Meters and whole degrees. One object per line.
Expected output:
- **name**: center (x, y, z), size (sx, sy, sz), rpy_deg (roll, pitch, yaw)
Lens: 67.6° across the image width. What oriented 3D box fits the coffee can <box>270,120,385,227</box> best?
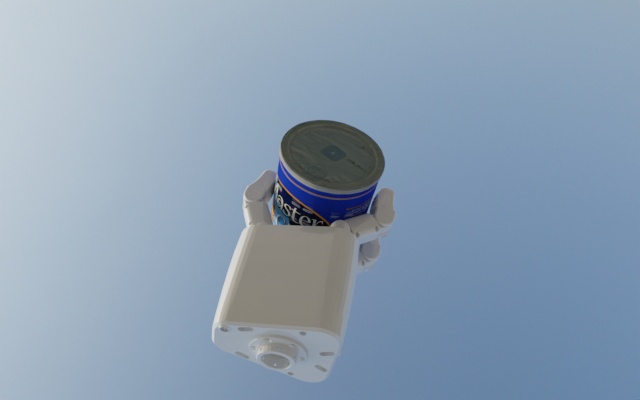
- **coffee can**: center (0.000, 0.001, 0.505), size (0.103, 0.102, 0.140), rpy_deg (0, -44, -14)
